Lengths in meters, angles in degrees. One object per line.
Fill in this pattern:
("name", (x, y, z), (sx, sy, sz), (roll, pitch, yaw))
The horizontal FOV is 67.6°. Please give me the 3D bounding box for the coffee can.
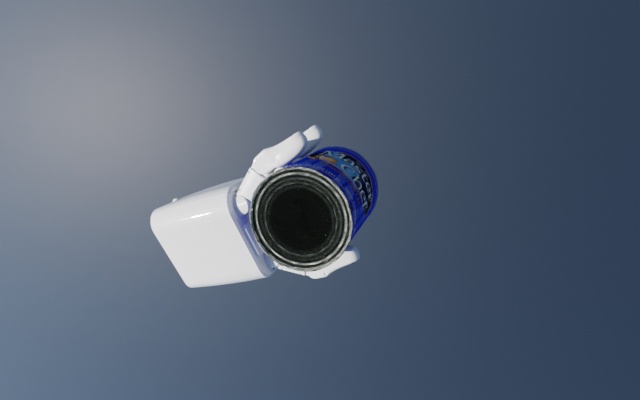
("coffee can", (0.000, 0.002, 0.508), (0.103, 0.103, 0.140), (0, 14, 17))
